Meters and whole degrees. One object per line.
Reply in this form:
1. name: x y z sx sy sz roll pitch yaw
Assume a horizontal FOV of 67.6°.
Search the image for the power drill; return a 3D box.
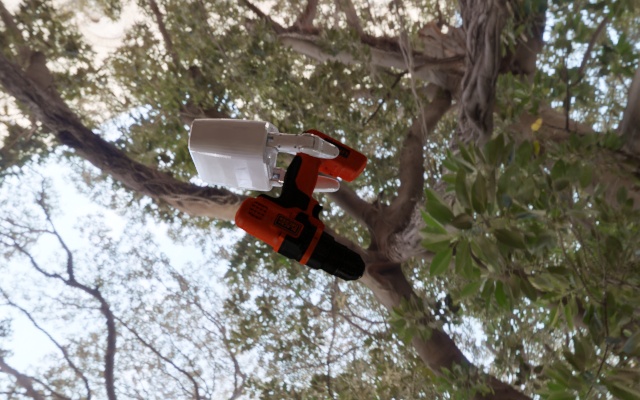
1. power drill: 0.000 0.002 0.661 0.184 0.187 0.057 28 -34 -3
